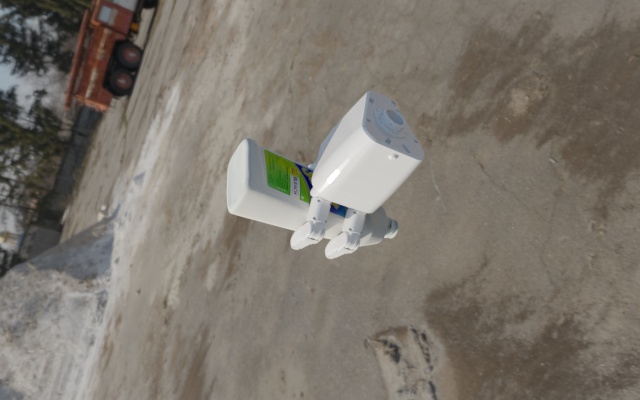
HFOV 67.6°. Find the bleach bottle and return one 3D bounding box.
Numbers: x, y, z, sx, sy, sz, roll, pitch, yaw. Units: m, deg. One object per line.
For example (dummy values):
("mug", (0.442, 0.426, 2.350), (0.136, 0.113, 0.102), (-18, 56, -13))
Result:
("bleach bottle", (0.000, 0.002, 0.655), (0.251, 0.102, 0.068), (18, -46, -28))
